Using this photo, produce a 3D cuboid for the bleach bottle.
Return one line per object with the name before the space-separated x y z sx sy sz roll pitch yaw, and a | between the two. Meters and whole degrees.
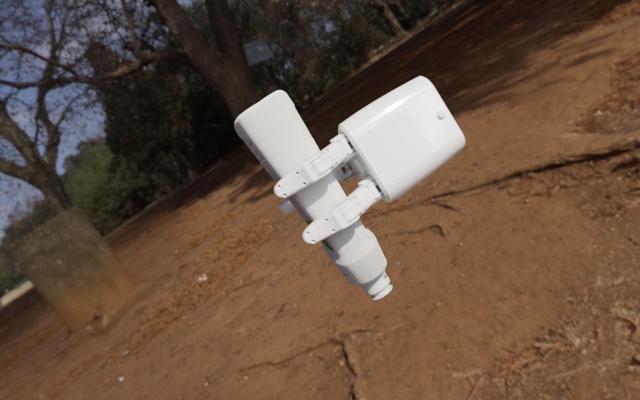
bleach bottle | 0.000 0.002 0.539 0.068 0.251 0.102 -34 7 -5
